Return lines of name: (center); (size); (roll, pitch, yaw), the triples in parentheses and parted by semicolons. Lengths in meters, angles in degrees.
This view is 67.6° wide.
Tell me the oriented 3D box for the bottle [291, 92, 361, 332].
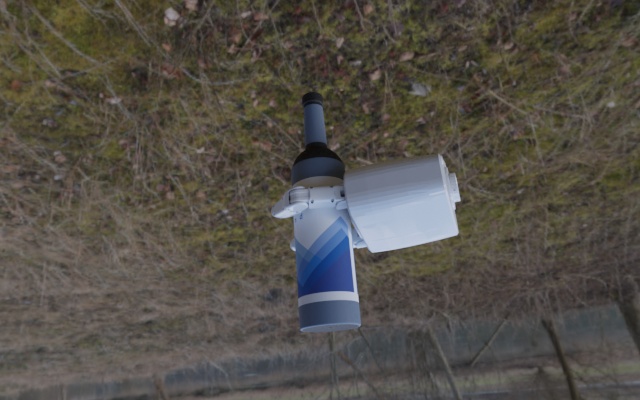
bottle: (0.000, 0.002, 0.570); (0.069, 0.295, 0.069); (-4, -21, -2)
